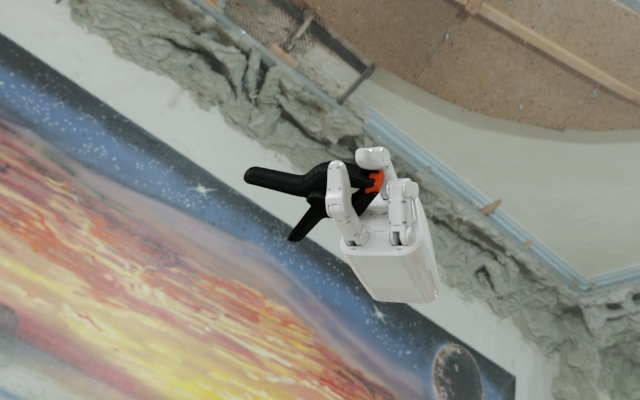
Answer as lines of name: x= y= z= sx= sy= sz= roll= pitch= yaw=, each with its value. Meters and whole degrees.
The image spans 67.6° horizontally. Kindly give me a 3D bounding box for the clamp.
clamp: x=0.000 y=0.001 z=0.576 sx=0.171 sy=0.039 sz=0.120 roll=-3 pitch=-45 yaw=29
